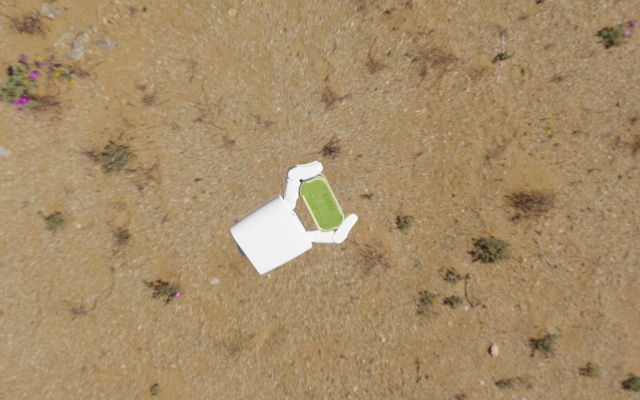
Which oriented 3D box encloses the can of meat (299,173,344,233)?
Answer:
[{"bbox_3d":[0.000,0.003,0.847,0.057,0.102,0.084,-27,7,0],"label":"can of meat"}]
